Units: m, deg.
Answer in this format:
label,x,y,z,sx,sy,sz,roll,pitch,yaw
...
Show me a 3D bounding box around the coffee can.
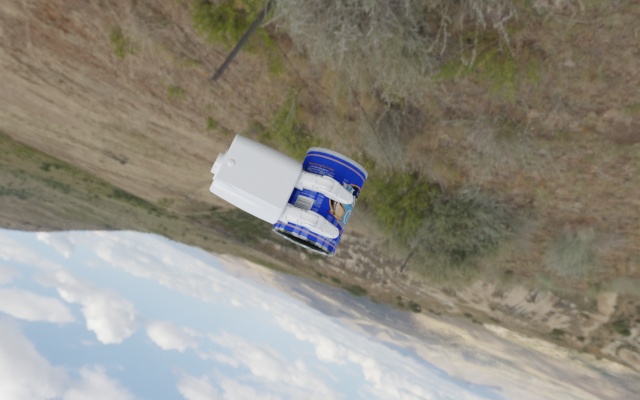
label,x,y,z,sx,sy,sz,roll,pitch,yaw
coffee can,0.000,0.002,0.744,0.103,0.140,0.103,23,-12,5
